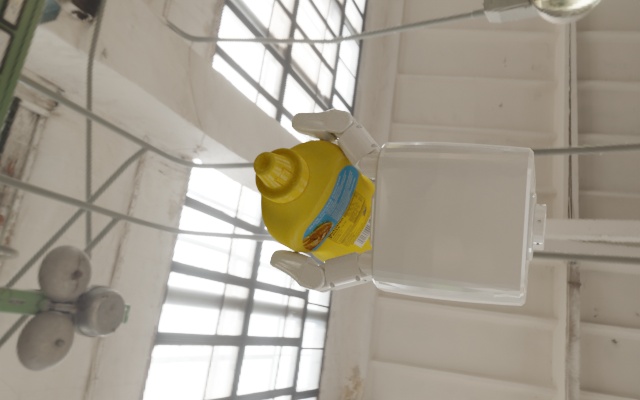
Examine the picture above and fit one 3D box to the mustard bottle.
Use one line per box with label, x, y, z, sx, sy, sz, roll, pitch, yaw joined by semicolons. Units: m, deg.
mustard bottle;0.000;0.001;0.417;0.058;0.096;0.192;31;-2;30
